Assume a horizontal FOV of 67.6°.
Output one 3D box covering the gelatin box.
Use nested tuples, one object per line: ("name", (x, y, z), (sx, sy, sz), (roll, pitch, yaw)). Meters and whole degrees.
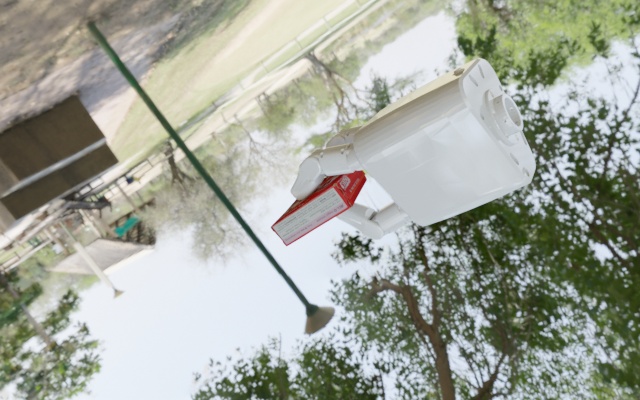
("gelatin box", (0.000, 0.002, 0.489), (0.089, 0.030, 0.073), (-34, 9, 28))
